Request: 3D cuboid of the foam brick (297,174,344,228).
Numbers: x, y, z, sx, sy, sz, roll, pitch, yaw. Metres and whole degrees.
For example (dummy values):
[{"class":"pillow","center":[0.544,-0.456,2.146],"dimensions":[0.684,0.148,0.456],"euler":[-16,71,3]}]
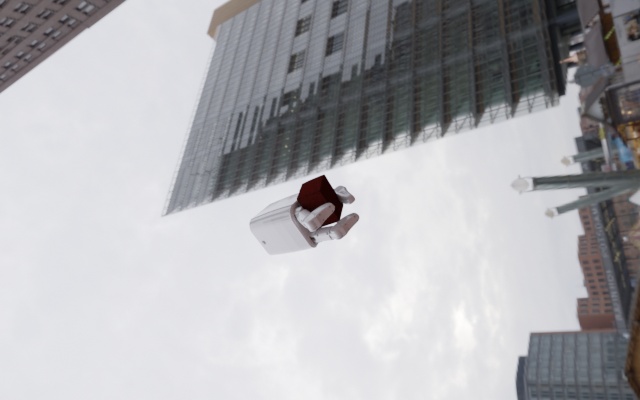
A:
[{"class":"foam brick","center":[0.000,0.003,0.879],"dimensions":[0.051,0.078,0.053],"euler":[-19,31,26]}]
